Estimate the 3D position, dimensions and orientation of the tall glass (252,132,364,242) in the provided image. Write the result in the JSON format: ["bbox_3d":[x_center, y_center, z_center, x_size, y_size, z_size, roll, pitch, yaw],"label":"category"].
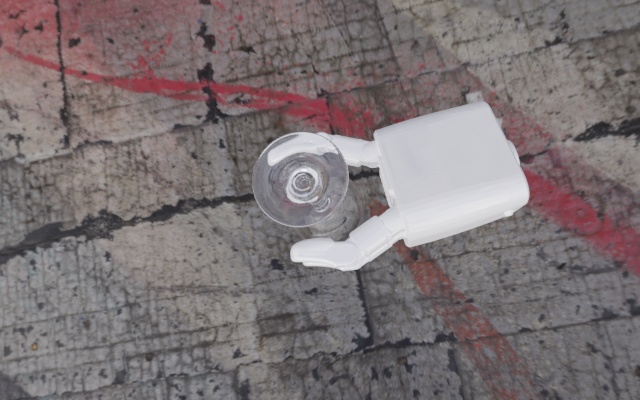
[{"bbox_3d":[0.000,0.001,0.455,0.079,0.079,0.201,0,-11,9],"label":"tall glass"}]
